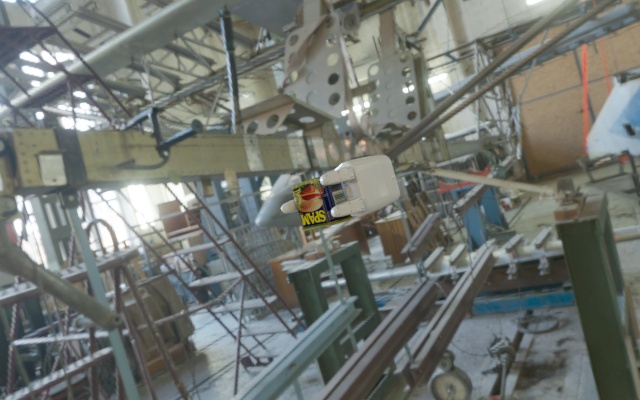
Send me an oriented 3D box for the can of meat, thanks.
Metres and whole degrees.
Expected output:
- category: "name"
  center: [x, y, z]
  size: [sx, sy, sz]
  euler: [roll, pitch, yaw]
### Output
- category: "can of meat"
  center: [0.000, 0.002, 0.824]
  size: [0.057, 0.084, 0.102]
  euler: [-17, 1, -37]
